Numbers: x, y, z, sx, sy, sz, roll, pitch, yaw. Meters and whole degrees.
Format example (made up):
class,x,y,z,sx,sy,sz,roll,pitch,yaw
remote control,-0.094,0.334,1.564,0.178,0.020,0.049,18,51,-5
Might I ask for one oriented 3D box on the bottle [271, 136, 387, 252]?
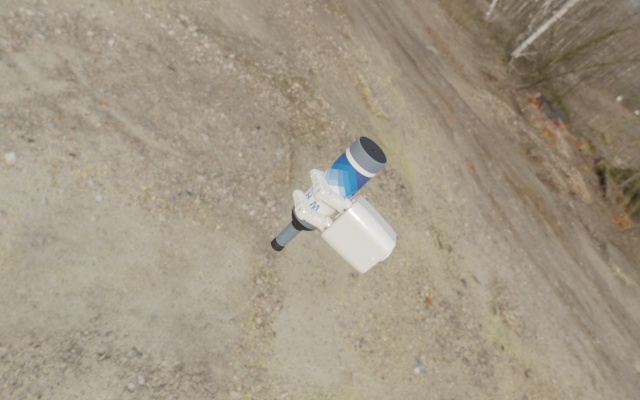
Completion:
class,x,y,z,sx,sy,sz,roll,pitch,yaw
bottle,0.000,0.003,0.891,0.069,0.069,0.296,0,-37,-50
